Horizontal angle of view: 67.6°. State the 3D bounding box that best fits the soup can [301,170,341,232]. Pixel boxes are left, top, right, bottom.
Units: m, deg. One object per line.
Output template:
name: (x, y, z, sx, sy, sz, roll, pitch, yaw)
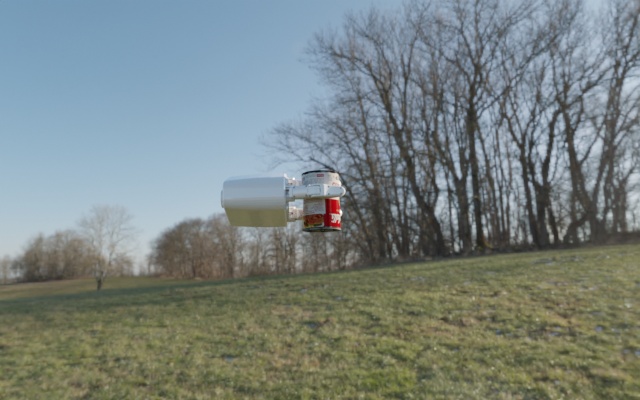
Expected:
soup can: (0.001, 0.002, 0.841, 0.068, 0.102, 0.068, -2, -9, 0)
